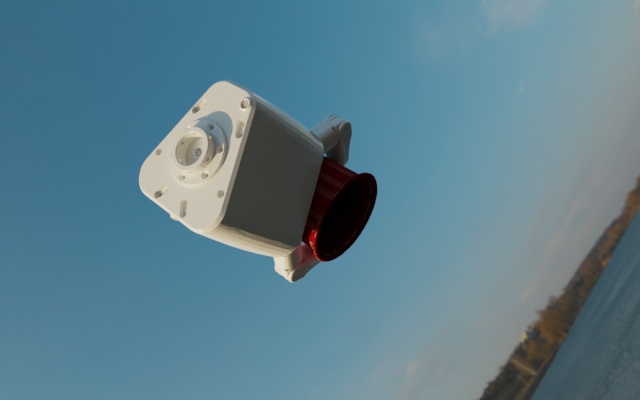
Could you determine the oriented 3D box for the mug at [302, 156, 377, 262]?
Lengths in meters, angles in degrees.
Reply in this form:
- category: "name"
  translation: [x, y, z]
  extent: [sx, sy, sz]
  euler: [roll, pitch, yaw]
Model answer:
- category: "mug"
  translation: [0.001, 0.002, 0.472]
  extent: [0.081, 0.093, 0.117]
  euler: [31, 1, 29]
